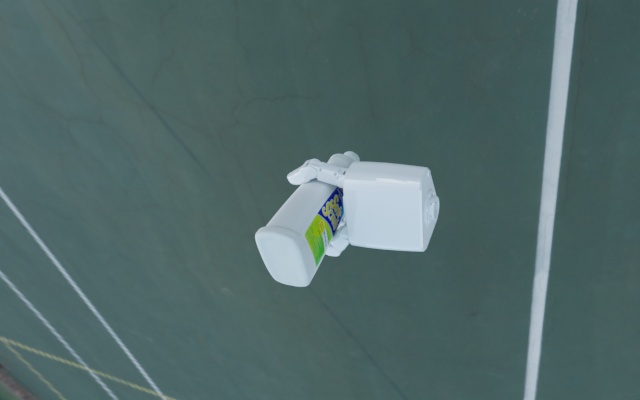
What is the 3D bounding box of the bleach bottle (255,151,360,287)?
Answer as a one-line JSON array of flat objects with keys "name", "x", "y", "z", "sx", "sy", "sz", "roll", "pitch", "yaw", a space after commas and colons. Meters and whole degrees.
[{"name": "bleach bottle", "x": 0.000, "y": 0.002, "z": 0.701, "sx": 0.068, "sy": 0.103, "sz": 0.250, "roll": 6, "pitch": 42, "yaw": 26}]
